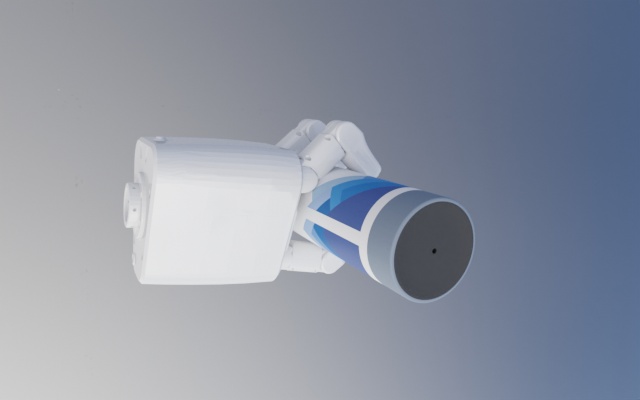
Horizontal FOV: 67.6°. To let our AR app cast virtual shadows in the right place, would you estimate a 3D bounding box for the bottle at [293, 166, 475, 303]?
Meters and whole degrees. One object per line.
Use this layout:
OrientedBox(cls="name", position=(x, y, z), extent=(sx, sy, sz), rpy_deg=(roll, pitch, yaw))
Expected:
OrientedBox(cls="bottle", position=(0.000, 0.001, 0.413), extent=(0.069, 0.069, 0.295), rpy_deg=(0, 11, -29))
